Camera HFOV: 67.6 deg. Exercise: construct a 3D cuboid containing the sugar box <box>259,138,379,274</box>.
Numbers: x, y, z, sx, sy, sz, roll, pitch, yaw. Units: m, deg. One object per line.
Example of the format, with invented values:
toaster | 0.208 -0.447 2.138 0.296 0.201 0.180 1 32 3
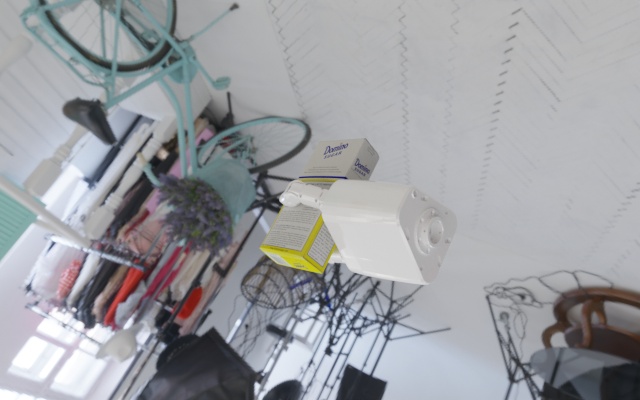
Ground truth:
sugar box | 0.000 0.002 0.614 0.093 0.176 0.048 4 -33 48
